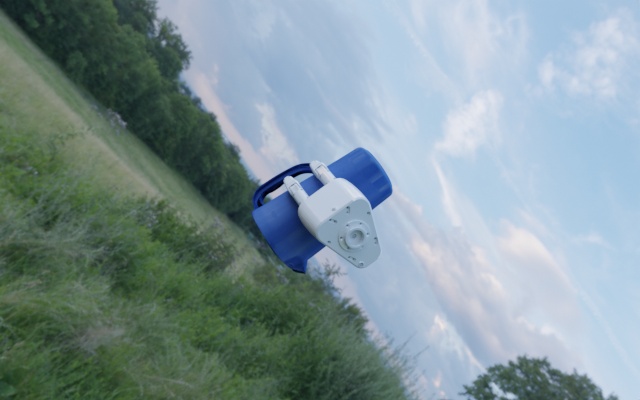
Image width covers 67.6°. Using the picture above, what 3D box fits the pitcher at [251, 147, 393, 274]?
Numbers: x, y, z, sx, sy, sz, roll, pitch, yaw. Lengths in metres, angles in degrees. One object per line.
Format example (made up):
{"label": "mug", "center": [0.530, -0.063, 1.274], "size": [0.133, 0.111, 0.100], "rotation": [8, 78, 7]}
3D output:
{"label": "pitcher", "center": [0.000, 0.003, 0.874], "size": [0.243, 0.149, 0.145], "rotation": [-35, 20, -3]}
